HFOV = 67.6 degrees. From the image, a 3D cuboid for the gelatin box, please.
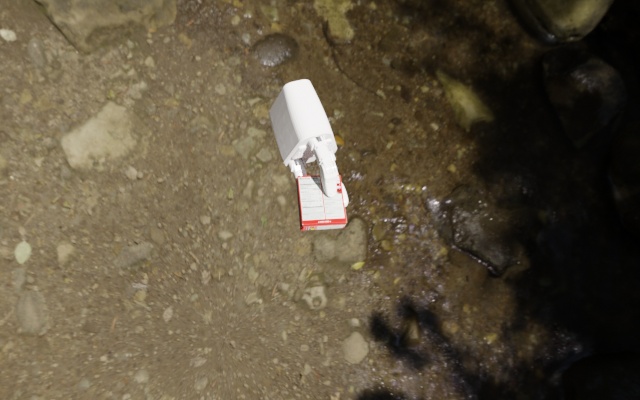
[{"bbox_3d":[0.000,0.003,0.781,0.073,0.089,0.030,-3,-23,-10],"label":"gelatin box"}]
